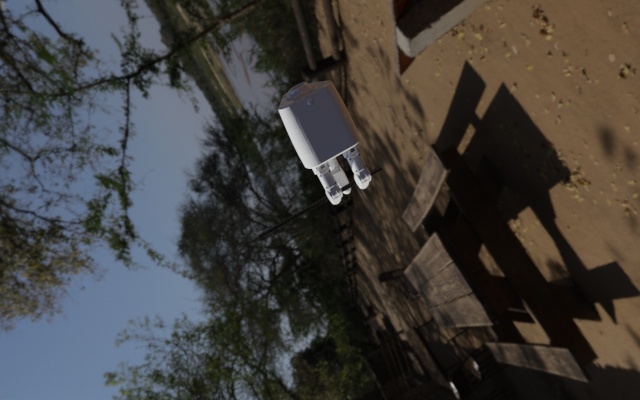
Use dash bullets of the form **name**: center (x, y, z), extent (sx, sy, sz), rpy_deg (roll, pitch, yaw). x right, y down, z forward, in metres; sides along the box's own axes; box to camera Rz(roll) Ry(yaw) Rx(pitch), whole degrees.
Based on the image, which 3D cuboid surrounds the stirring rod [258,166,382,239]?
- **stirring rod**: center (0.000, 0.003, 0.817), extent (0.239, 0.011, 0.011), rpy_deg (-29, 2, -4)
